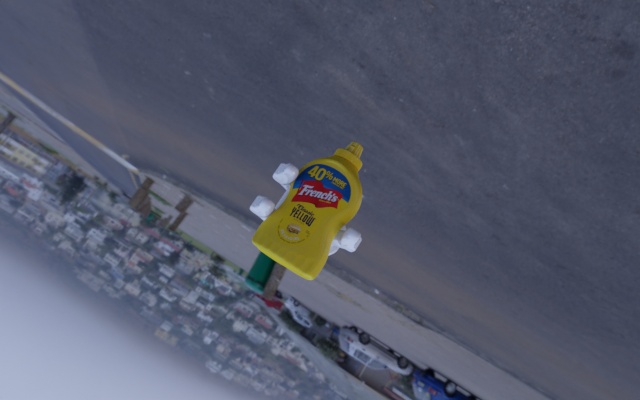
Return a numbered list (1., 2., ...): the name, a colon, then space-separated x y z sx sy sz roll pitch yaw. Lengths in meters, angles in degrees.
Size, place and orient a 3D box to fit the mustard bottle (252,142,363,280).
1. mustard bottle: 0.000 0.002 0.634 0.096 0.191 0.058 28 -14 22
